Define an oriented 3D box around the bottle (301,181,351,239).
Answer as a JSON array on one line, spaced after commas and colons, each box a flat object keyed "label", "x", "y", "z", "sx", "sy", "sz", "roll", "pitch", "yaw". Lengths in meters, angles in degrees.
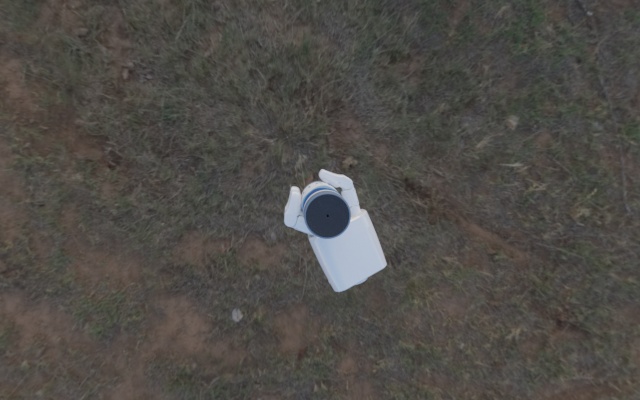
[{"label": "bottle", "x": 0.000, "y": 0.003, "z": 0.814, "sx": 0.069, "sy": 0.069, "sz": 0.295, "roll": 0, "pitch": 7, "yaw": -4}]
